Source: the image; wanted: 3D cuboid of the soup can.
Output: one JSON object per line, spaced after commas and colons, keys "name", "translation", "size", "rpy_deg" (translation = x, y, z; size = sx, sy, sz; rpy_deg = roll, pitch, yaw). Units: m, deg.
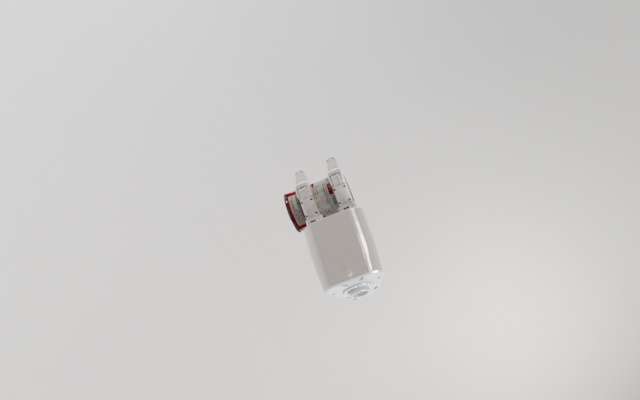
{"name": "soup can", "translation": [0.000, 0.002, 0.778], "size": [0.102, 0.068, 0.068], "rpy_deg": [-22, -3, 7]}
